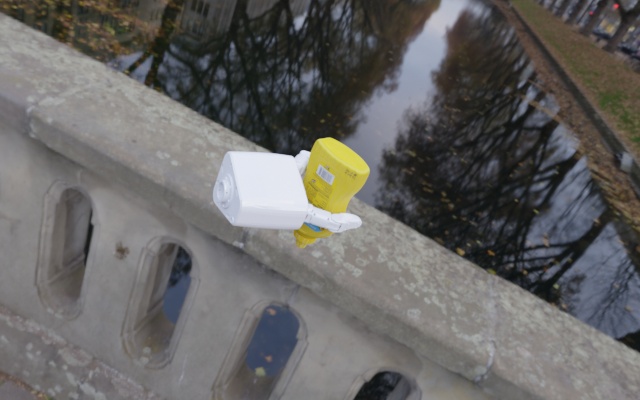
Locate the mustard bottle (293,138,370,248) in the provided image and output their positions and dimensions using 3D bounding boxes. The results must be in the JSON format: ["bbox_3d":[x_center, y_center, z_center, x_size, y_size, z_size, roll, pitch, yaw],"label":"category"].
[{"bbox_3d":[0.000,0.002,0.768,0.096,0.192,0.058,40,34,23],"label":"mustard bottle"}]
